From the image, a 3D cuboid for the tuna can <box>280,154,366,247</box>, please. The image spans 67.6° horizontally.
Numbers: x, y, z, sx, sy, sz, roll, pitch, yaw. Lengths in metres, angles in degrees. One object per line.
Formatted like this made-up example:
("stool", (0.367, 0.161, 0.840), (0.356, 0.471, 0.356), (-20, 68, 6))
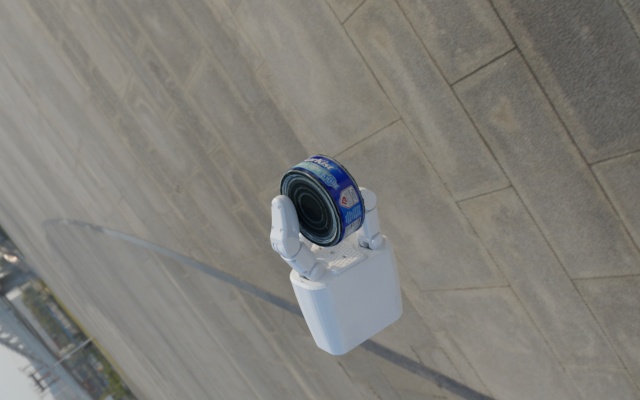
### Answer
("tuna can", (0.000, 0.002, 0.457), (0.033, 0.086, 0.086), (-32, 19, -33))
